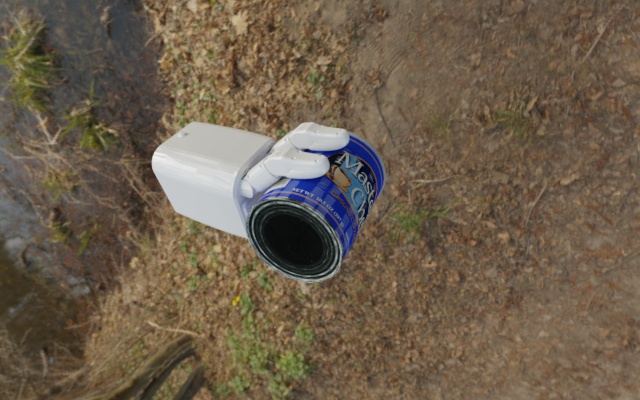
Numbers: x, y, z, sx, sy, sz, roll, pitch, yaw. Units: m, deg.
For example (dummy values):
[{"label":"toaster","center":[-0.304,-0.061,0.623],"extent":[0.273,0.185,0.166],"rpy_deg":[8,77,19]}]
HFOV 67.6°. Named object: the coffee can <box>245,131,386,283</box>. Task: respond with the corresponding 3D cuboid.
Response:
[{"label":"coffee can","center":[0.000,0.002,0.504],"extent":[0.103,0.103,0.140],"rpy_deg":[0,34,27]}]
